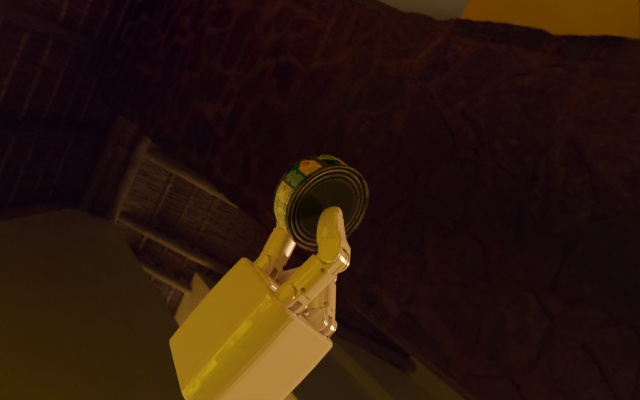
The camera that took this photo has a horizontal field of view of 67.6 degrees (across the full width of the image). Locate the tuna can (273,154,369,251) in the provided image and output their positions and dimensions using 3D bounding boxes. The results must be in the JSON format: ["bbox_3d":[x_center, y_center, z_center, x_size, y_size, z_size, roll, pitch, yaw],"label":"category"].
[{"bbox_3d":[0.000,0.001,0.441,0.086,0.086,0.033,0,26,-34],"label":"tuna can"}]
